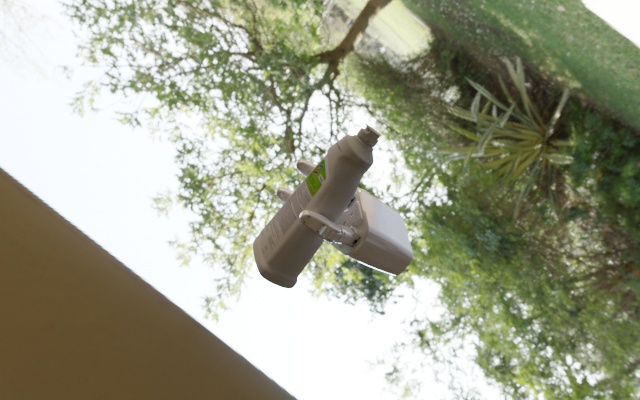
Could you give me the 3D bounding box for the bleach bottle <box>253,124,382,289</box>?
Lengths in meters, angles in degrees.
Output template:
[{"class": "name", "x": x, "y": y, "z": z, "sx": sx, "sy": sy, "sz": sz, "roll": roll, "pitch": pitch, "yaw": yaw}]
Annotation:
[{"class": "bleach bottle", "x": 0.000, "y": 0.002, "z": 0.680, "sx": 0.068, "sy": 0.251, "sz": 0.102, "roll": 29, "pitch": 19, "yaw": -30}]
